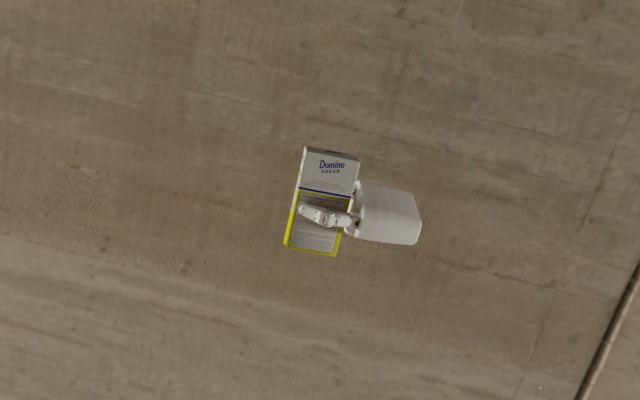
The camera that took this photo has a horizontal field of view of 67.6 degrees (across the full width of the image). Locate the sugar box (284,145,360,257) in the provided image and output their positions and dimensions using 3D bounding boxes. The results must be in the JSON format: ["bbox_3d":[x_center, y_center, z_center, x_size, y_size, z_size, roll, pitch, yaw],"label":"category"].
[{"bbox_3d":[0.000,0.003,0.808,0.093,0.176,0.048,11,17,-10],"label":"sugar box"}]
